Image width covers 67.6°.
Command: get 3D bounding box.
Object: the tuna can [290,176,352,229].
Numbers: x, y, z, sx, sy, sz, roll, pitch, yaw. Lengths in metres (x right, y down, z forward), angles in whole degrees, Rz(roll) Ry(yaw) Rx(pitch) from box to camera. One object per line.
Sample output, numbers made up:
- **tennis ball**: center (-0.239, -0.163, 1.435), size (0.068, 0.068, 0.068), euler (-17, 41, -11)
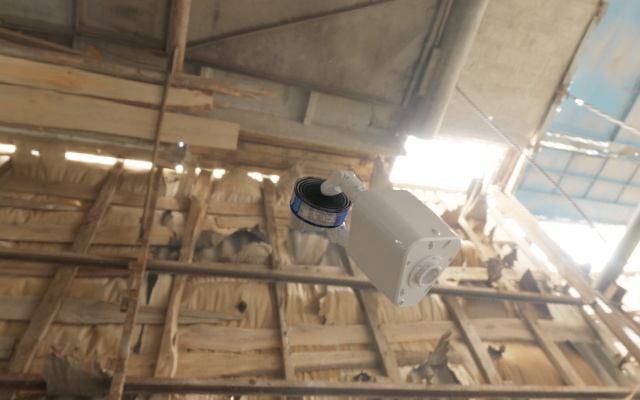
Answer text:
- **tuna can**: center (0.000, 0.003, 0.679), size (0.086, 0.034, 0.086), euler (15, 30, -9)
